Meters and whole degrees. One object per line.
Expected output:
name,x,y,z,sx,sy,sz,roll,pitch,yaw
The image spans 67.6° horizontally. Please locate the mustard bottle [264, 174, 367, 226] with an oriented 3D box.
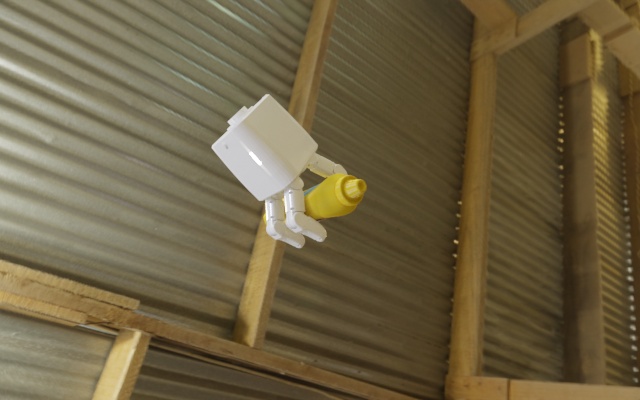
mustard bottle,0.000,0.003,0.697,0.096,0.058,0.192,-23,0,-37
